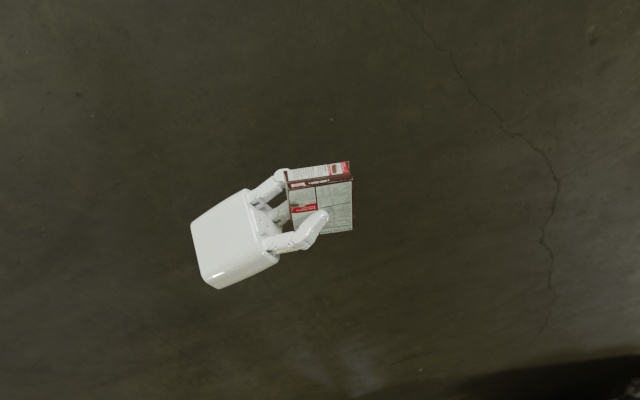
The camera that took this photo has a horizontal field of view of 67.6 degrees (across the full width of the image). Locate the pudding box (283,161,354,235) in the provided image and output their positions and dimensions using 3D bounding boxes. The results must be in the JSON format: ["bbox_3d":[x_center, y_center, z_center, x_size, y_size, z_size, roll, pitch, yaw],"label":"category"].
[{"bbox_3d":[0.000,0.002,0.662,0.090,0.039,0.114,-9,-39,-4],"label":"pudding box"}]
